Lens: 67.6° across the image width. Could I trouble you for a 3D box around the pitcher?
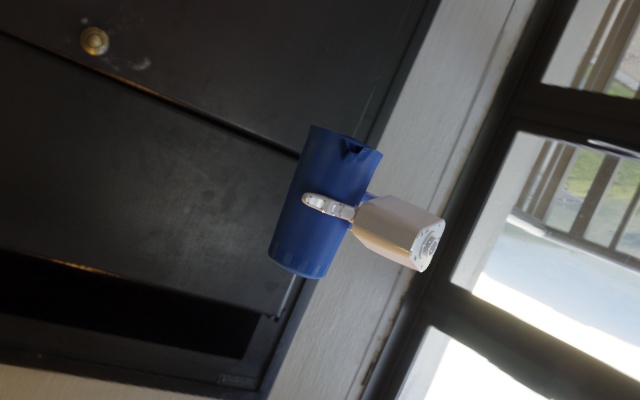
[{"bbox_3d":[0.000,0.003,0.823,0.145,0.243,0.149,25,4,32],"label":"pitcher"}]
